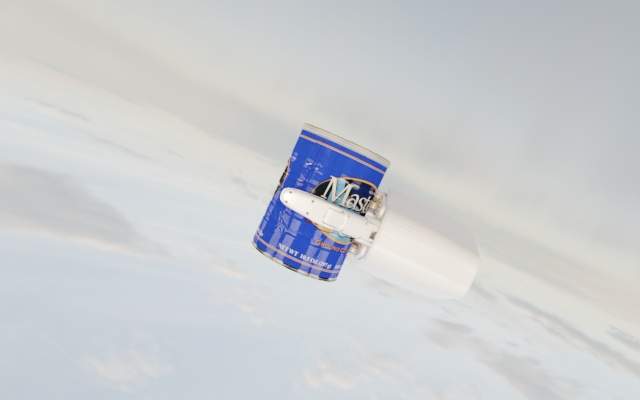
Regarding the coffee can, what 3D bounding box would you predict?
[{"bbox_3d":[0.000,0.001,0.517,0.103,0.140,0.103,24,4,-2],"label":"coffee can"}]
